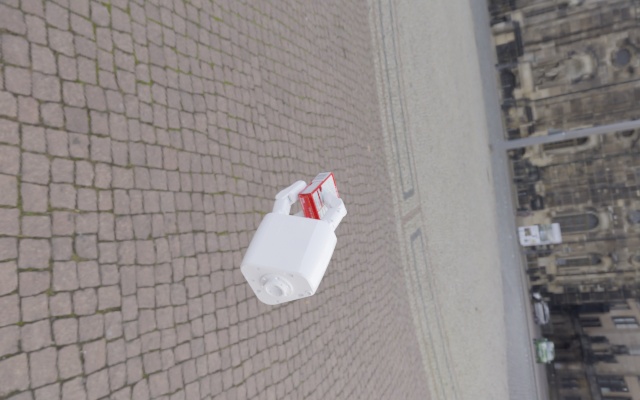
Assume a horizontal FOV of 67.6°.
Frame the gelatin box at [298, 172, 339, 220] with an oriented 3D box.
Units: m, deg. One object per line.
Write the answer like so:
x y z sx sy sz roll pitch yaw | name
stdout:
0.001 0.002 0.815 0.030 0.073 0.089 -3 26 29 | gelatin box
